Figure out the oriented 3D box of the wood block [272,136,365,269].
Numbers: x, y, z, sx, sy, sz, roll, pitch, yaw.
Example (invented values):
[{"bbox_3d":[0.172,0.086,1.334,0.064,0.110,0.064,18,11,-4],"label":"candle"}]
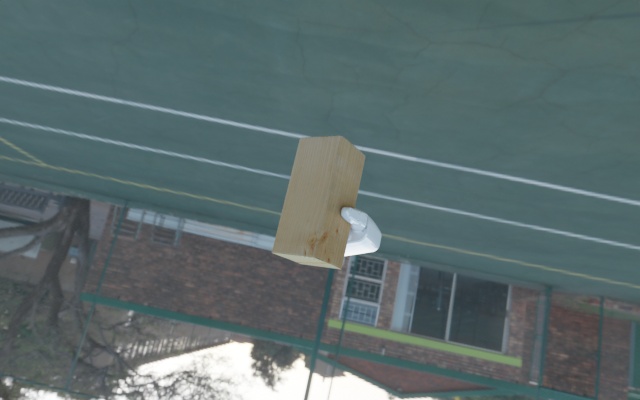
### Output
[{"bbox_3d":[0.001,0.003,0.812,0.091,0.206,0.090,2,-17,35],"label":"wood block"}]
